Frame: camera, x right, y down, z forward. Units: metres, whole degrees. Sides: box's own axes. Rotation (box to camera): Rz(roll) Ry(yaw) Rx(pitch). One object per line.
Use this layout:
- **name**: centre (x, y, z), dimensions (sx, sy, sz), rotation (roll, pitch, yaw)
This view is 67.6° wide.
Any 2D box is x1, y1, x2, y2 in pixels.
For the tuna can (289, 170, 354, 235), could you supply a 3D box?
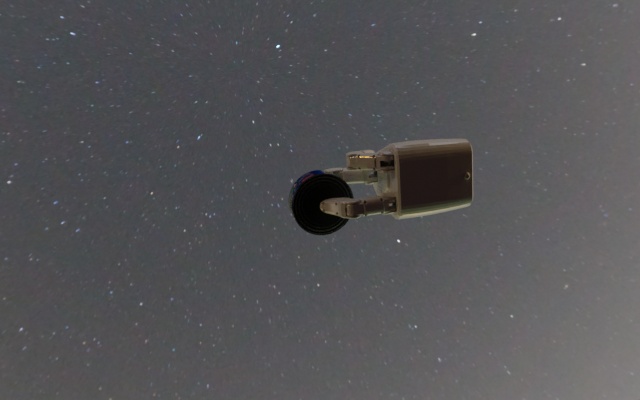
- **tuna can**: centre (0.000, 0.002, 0.654), dimensions (0.086, 0.086, 0.033), rotation (0, 14, -15)
